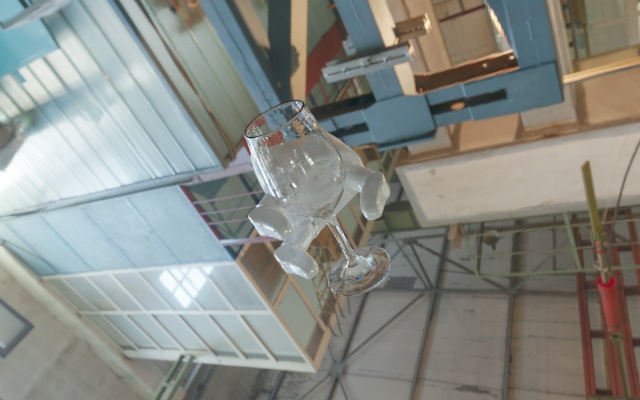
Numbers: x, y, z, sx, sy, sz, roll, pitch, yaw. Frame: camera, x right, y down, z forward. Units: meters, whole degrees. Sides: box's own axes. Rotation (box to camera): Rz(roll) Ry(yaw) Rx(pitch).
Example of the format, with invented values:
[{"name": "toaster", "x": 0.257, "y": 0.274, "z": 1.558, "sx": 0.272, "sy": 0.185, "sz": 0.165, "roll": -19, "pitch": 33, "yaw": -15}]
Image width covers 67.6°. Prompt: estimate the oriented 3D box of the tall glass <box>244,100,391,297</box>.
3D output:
[{"name": "tall glass", "x": 0.000, "y": 0.002, "z": 0.478, "sx": 0.079, "sy": 0.201, "sz": 0.079, "roll": -21, "pitch": 31, "yaw": 13}]
